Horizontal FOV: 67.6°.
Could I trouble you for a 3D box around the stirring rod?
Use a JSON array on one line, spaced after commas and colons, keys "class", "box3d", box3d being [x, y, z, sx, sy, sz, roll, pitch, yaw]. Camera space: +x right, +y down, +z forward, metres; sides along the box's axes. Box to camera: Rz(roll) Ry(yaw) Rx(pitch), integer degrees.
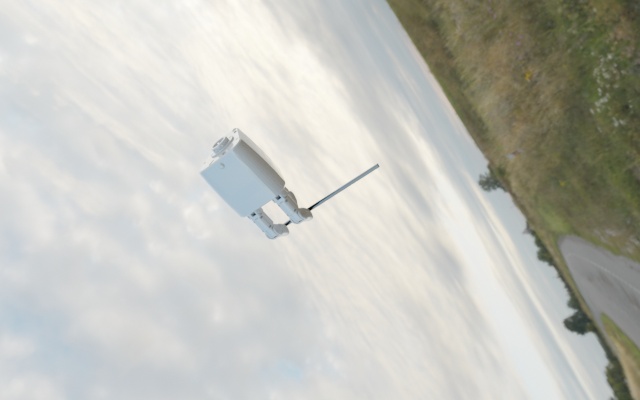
[{"class": "stirring rod", "box3d": [0.000, 0.003, 0.827, 0.239, 0.011, 0.011, -33, -12, 20]}]
